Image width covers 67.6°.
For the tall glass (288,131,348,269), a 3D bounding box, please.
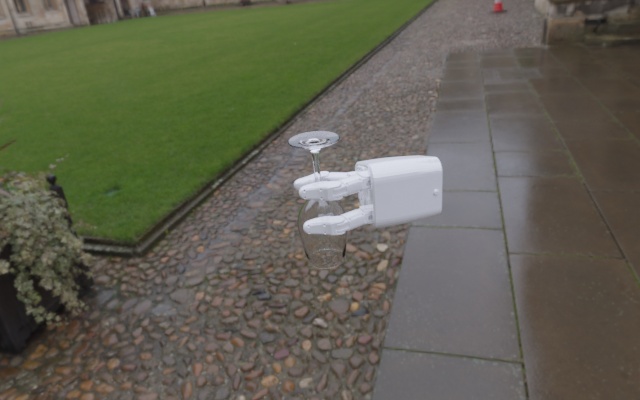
[{"bbox_3d":[0.000,0.002,0.720,0.079,0.201,0.079,-5,25,2],"label":"tall glass"}]
